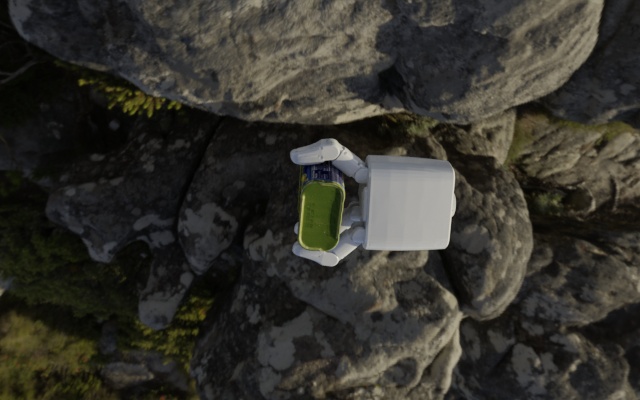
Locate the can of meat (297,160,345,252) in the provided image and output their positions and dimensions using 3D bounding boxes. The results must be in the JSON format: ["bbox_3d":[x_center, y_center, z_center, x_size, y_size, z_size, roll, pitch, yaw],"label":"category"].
[{"bbox_3d":[0.000,0.002,0.601,0.057,0.102,0.084,4,28,-3],"label":"can of meat"}]
